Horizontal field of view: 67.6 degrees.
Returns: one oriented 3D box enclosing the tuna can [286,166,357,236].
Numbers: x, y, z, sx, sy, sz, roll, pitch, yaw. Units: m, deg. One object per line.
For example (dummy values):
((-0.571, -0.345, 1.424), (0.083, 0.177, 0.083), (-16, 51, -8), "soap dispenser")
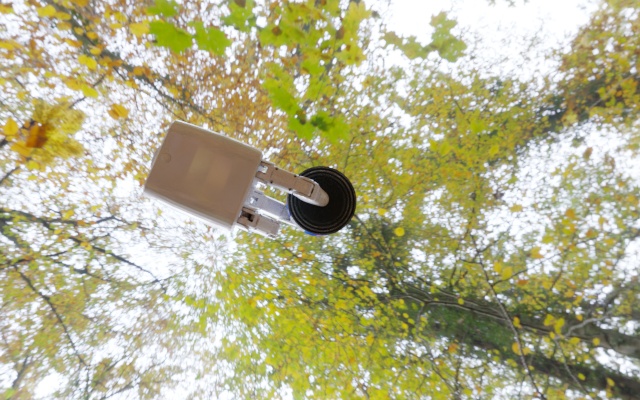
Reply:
((0.000, 0.002, 0.599), (0.086, 0.086, 0.034), (0, -8, -7), "tuna can")
